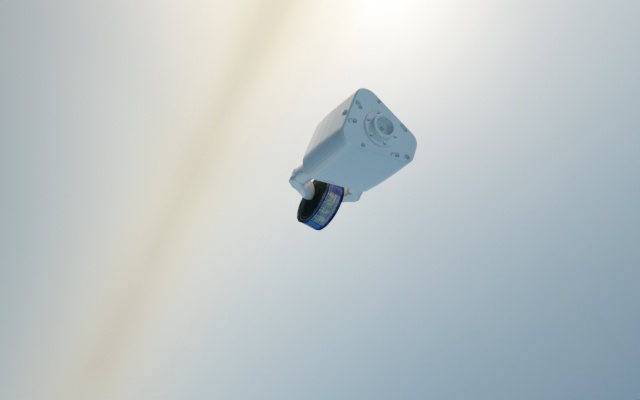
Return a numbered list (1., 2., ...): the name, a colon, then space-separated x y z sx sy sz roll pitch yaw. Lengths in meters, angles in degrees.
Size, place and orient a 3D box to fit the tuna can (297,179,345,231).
1. tuna can: 0.001 0.003 0.737 0.034 0.086 0.086 29 -11 -20
